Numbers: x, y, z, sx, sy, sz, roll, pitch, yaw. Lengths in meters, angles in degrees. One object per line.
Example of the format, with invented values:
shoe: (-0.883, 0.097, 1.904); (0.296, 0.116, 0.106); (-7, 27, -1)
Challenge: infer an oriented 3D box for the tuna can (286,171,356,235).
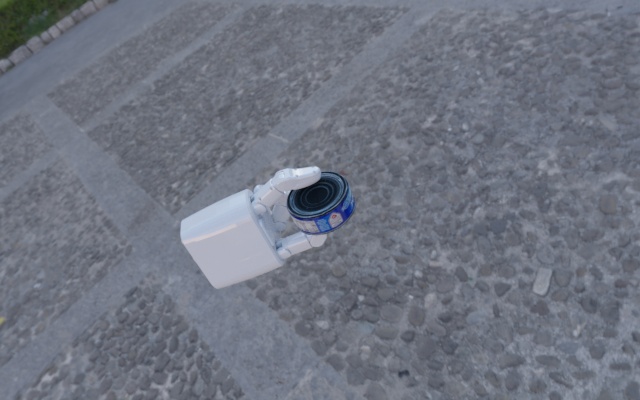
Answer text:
tuna can: (0.000, 0.002, 0.617); (0.086, 0.086, 0.034); (0, -43, 28)
